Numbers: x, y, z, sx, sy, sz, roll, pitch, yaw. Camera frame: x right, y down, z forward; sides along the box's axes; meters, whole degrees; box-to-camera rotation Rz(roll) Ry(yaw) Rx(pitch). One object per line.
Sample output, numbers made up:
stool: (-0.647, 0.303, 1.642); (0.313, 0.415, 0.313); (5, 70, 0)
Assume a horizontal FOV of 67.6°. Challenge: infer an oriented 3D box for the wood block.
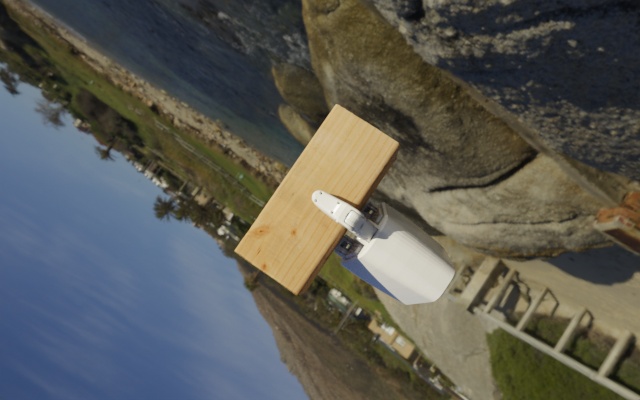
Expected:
wood block: (0.000, 0.002, 0.579); (0.090, 0.206, 0.091); (34, -4, 8)
